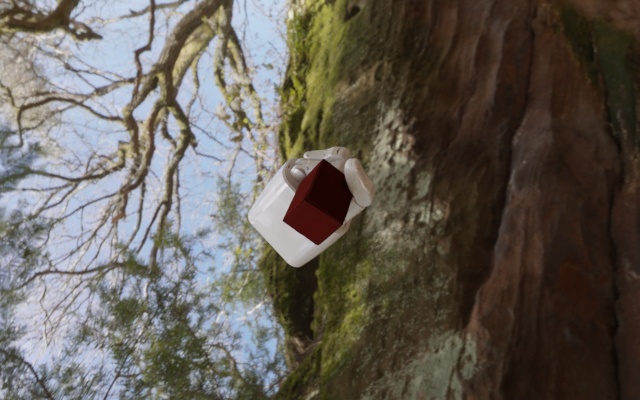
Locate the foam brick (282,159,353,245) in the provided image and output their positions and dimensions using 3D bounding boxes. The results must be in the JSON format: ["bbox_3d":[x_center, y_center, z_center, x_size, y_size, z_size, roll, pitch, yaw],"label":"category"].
[{"bbox_3d":[0.000,0.002,0.551,0.053,0.078,0.051,37,-49,-12],"label":"foam brick"}]
